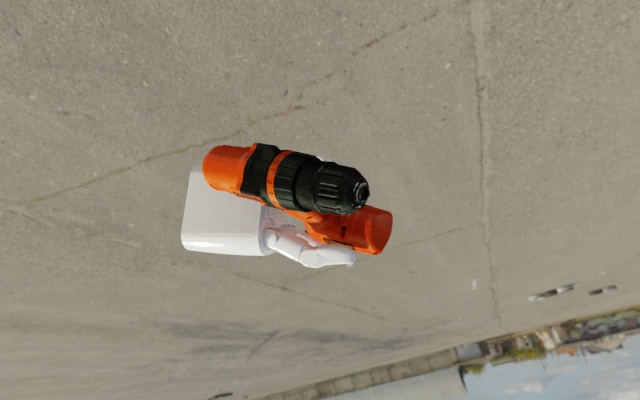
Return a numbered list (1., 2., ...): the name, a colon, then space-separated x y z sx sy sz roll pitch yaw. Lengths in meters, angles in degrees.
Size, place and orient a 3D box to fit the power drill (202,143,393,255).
1. power drill: 0.000 0.002 0.479 0.184 0.057 0.188 14 -12 38
